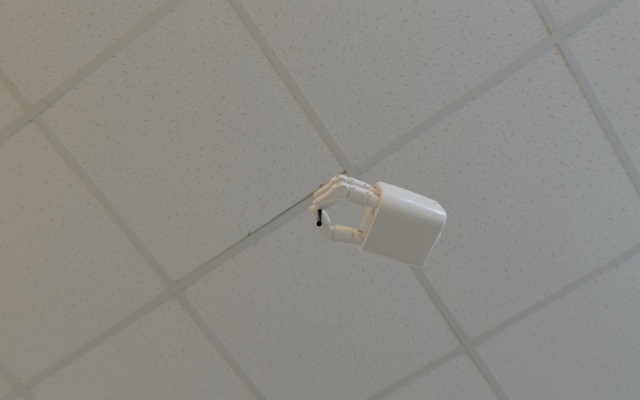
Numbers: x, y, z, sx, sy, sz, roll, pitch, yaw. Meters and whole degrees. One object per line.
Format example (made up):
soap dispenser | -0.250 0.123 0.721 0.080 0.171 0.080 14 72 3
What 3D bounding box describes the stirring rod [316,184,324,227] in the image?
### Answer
stirring rod | 0.000 0.003 0.771 0.011 0.011 0.239 0 14 1
